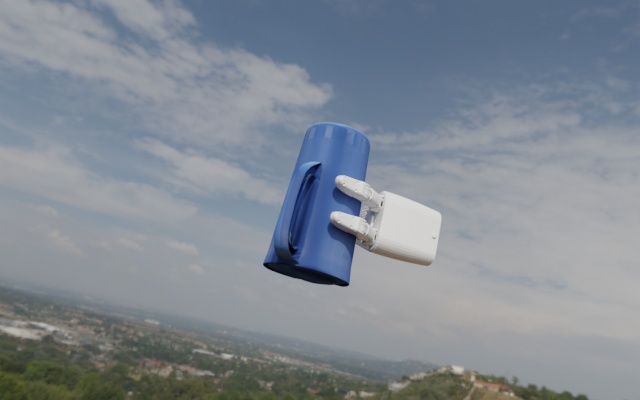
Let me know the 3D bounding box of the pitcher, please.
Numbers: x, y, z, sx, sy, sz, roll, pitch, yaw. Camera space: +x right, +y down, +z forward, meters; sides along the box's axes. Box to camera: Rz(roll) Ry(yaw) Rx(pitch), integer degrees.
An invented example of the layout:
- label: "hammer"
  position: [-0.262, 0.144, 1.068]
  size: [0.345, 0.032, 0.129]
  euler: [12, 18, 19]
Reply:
- label: "pitcher"
  position: [0.000, 0.002, 0.737]
  size: [0.145, 0.242, 0.149]
  euler: [18, -17, -17]
